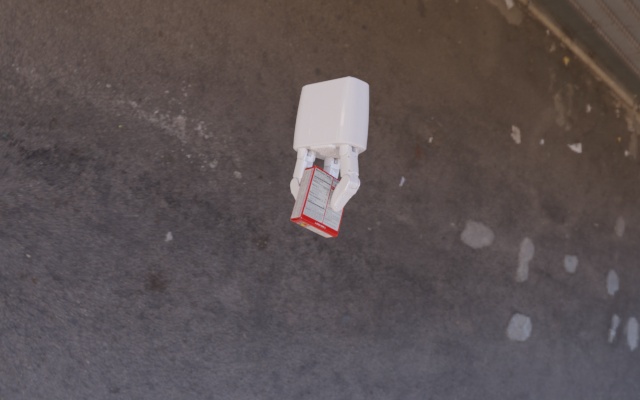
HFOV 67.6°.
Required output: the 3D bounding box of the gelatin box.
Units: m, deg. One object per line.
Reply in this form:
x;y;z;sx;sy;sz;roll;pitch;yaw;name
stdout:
0.000;0.003;0.721;0.073;0.089;0.030;28;-25;-33;gelatin box
